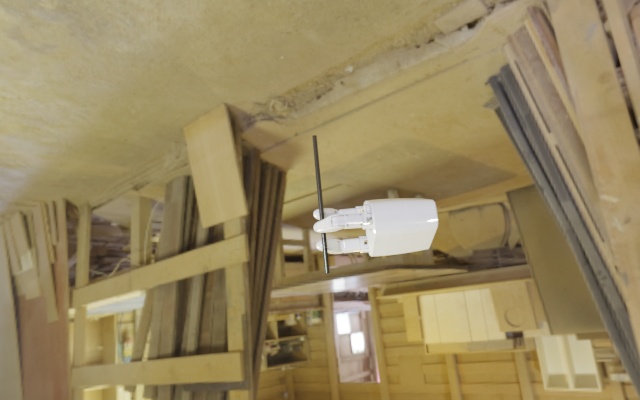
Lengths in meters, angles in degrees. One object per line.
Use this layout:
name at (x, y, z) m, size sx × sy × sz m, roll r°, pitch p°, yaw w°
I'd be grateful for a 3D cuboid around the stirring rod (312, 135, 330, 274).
stirring rod at (0.000, 0.003, 0.808) m, size 0.011 × 0.239 × 0.011 m, roll -5°, pitch -15°, yaw -1°
